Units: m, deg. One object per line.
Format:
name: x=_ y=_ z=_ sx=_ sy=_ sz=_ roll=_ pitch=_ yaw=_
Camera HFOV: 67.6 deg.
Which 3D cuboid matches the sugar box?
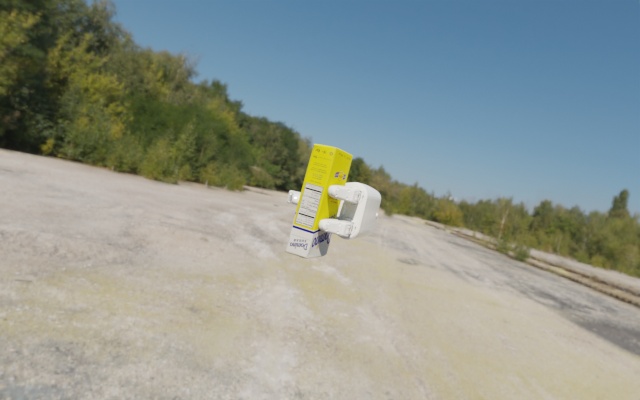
sugar box: x=0.001 y=0.003 z=0.768 sx=0.048 sy=0.176 sz=0.093 roll=13 pitch=2 yaw=21
